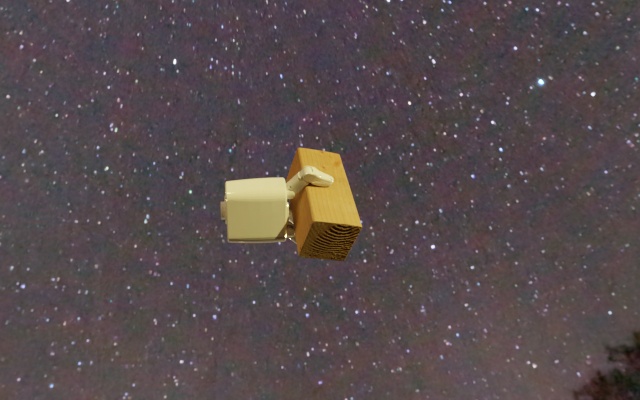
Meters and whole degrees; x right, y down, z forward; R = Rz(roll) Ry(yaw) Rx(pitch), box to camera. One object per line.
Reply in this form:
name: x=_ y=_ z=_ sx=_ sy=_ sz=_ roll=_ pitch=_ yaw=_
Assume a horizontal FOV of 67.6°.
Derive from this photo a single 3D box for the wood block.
wood block: x=0.000 y=0.003 z=0.886 sx=0.090 sy=0.091 sz=0.206 roll=8 pitch=40 yaw=-19
